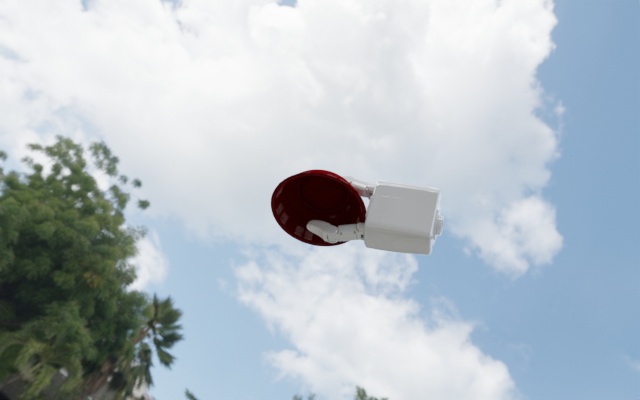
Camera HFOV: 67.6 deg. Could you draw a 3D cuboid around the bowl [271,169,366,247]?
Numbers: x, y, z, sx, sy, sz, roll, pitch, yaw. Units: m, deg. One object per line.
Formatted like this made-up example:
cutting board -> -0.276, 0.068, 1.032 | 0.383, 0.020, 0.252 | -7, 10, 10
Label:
bowl -> -0.001, 0.002, 0.808 | 0.162, 0.162, 0.055 | 0, 40, 12
